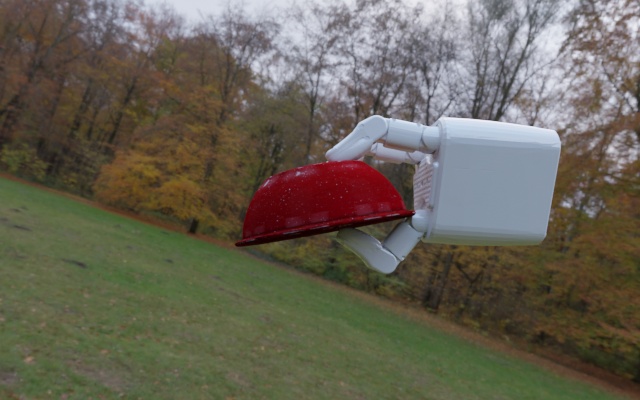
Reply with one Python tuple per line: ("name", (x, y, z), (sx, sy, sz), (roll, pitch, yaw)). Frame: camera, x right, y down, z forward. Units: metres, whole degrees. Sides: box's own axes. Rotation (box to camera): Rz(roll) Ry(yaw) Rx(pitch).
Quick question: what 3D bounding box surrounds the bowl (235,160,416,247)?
("bowl", (-0.001, 0.001, 0.426), (0.162, 0.055, 0.162), (-11, -5, -1))
